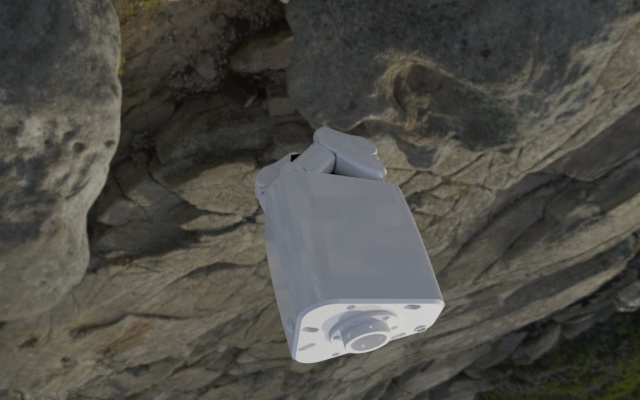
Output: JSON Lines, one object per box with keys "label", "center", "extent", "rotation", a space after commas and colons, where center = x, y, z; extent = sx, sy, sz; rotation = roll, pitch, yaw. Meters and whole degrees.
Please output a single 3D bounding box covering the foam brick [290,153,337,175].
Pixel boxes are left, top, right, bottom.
{"label": "foam brick", "center": [0.000, 0.001, 0.424], "extent": [0.053, 0.051, 0.078], "rotation": [-6, -39, -13]}
